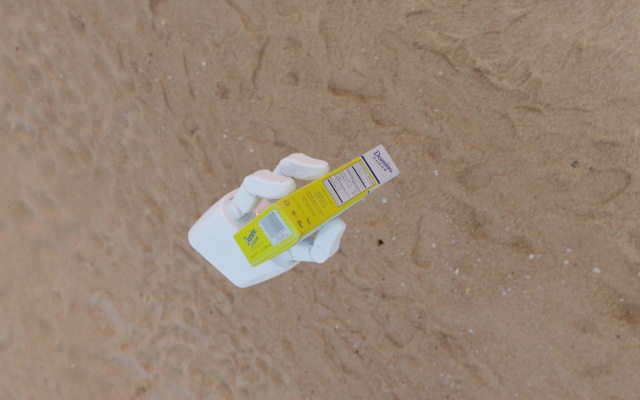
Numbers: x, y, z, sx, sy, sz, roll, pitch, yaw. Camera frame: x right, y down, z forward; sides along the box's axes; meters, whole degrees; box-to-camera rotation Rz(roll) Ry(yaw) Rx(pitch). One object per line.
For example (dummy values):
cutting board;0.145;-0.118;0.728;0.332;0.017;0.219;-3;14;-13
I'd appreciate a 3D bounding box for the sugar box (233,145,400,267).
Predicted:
sugar box;0.000;0.001;0.512;0.176;0.048;0.093;-34;1;-43
